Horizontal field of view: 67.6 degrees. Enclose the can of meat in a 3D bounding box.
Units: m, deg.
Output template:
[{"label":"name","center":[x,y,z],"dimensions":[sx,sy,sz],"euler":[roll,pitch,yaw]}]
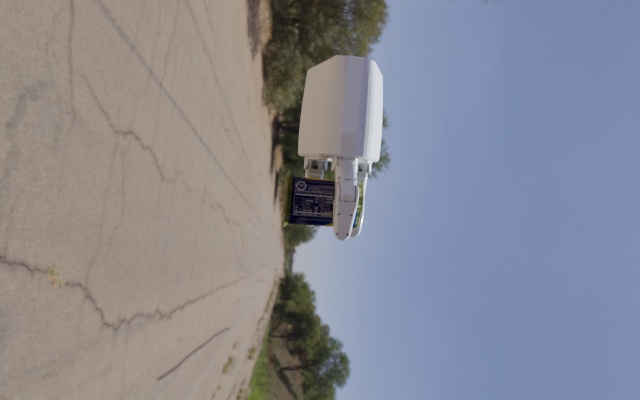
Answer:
[{"label":"can of meat","center":[0.000,0.002,0.546],"dimensions":[0.084,0.057,0.102],"euler":[4,0,-4]}]
